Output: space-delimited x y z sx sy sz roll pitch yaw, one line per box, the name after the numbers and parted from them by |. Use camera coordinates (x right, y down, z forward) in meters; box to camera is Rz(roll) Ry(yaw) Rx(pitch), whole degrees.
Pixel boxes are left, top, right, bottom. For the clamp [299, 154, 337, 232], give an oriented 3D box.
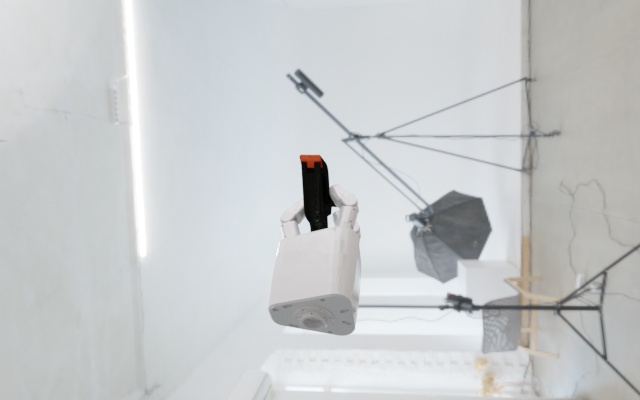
-0.001 0.002 0.706 0.036 0.210 0.164 0 44 9 | clamp
